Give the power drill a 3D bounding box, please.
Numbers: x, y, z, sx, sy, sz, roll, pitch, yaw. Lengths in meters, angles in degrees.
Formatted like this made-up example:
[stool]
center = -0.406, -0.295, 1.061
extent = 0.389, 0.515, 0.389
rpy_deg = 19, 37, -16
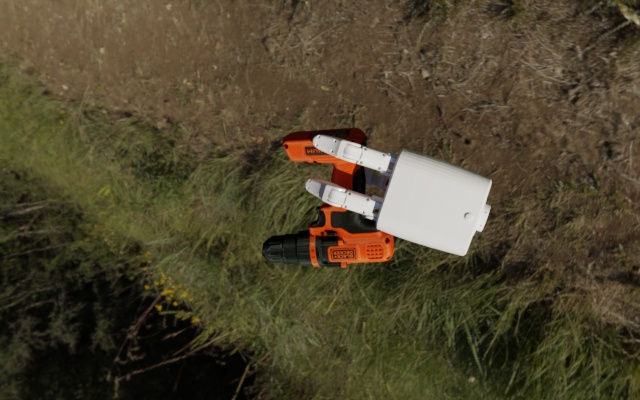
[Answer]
[power drill]
center = 0.000, 0.002, 0.636
extent = 0.184, 0.188, 0.057
rpy_deg = -4, 23, 9
